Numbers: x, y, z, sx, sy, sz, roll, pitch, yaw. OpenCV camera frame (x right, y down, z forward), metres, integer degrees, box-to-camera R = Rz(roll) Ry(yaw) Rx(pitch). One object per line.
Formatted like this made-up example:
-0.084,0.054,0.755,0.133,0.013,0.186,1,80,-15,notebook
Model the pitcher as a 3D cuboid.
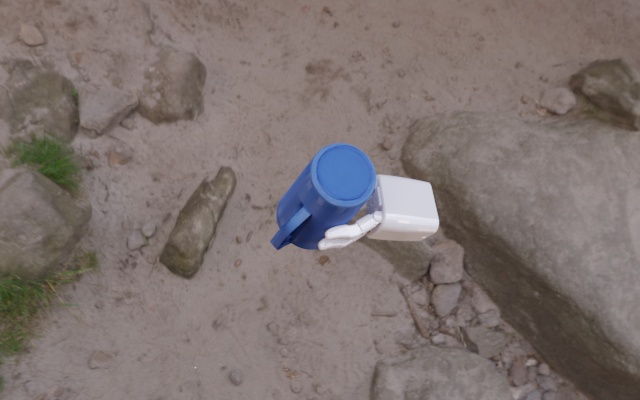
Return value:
0.000,0.003,0.835,0.145,0.149,0.243,8,-20,-13,pitcher
